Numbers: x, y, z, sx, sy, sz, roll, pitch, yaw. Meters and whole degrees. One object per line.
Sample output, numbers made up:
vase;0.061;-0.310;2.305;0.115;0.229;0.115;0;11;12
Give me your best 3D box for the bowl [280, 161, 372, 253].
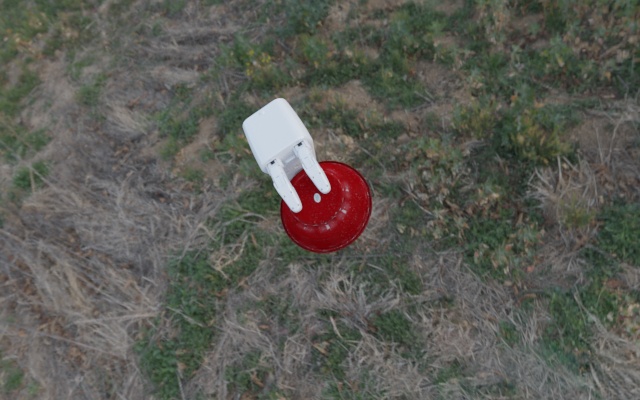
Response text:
bowl;0.001;0.003;0.779;0.162;0.162;0.055;0;-15;18
